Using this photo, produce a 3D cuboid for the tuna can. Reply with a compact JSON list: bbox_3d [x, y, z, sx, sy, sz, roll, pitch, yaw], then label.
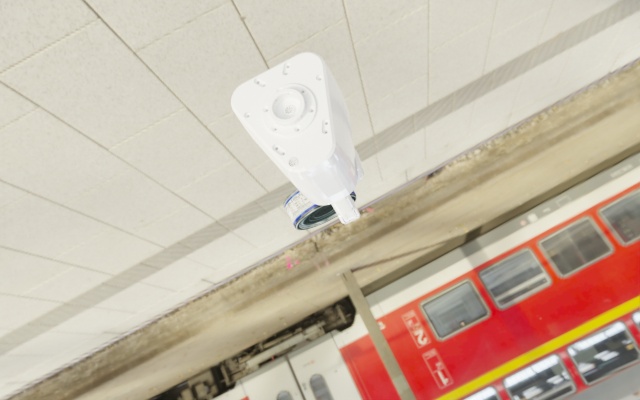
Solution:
[{"bbox_3d":[0.000,0.002,0.581,0.086,0.033,0.086,-25,-16,-8],"label":"tuna can"}]
